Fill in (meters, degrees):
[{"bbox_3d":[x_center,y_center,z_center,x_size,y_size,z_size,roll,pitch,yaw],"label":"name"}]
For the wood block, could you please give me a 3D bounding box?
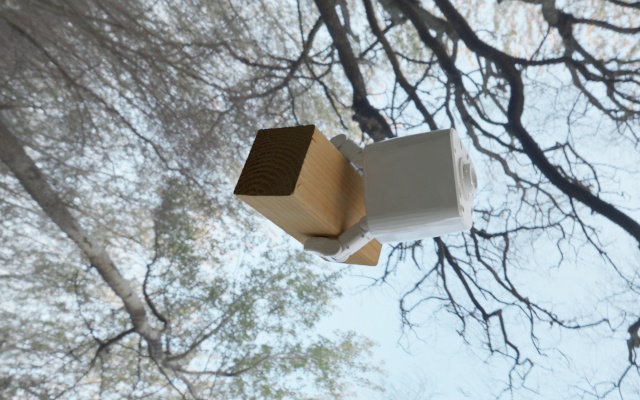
[{"bbox_3d":[0.000,0.002,0.602,0.090,0.090,0.206,2,-27,36],"label":"wood block"}]
